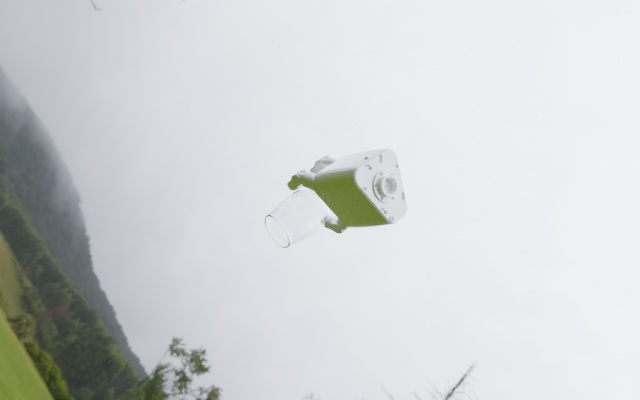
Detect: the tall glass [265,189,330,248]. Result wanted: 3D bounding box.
[{"bbox_3d":[0.001,0.002,0.823,0.201,0.079,0.079,-34,19,-30],"label":"tall glass"}]
